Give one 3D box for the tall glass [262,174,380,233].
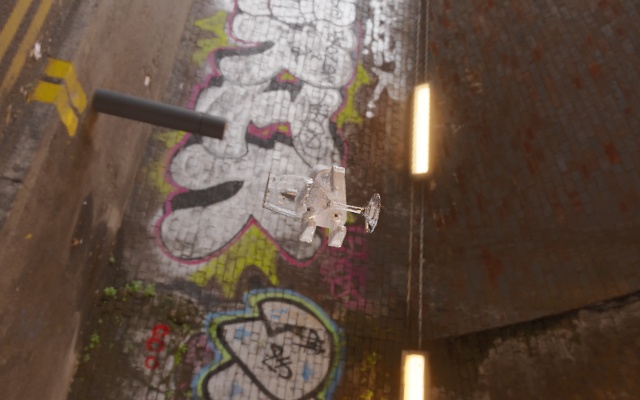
[{"bbox_3d":[0.001,0.003,0.856,0.201,0.079,0.079,12,-2,-10],"label":"tall glass"}]
